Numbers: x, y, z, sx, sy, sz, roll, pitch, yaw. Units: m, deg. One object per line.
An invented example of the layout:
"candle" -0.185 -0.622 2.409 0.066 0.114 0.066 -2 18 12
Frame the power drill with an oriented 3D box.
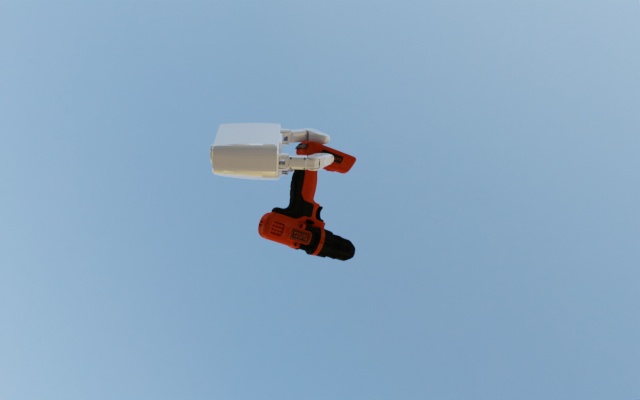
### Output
"power drill" 0.000 0.002 0.837 0.184 0.187 0.057 19 -7 -24
